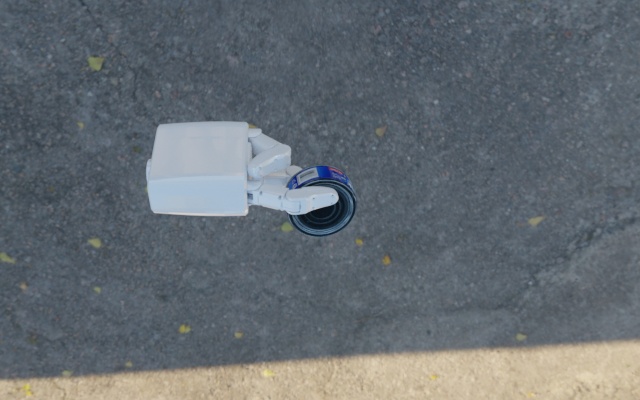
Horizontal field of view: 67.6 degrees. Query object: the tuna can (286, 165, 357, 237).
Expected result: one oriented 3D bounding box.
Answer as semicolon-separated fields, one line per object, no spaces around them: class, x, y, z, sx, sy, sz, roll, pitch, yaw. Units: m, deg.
tuna can;0.000;0.002;0.573;0.086;0.086;0.033;0;33;-10
